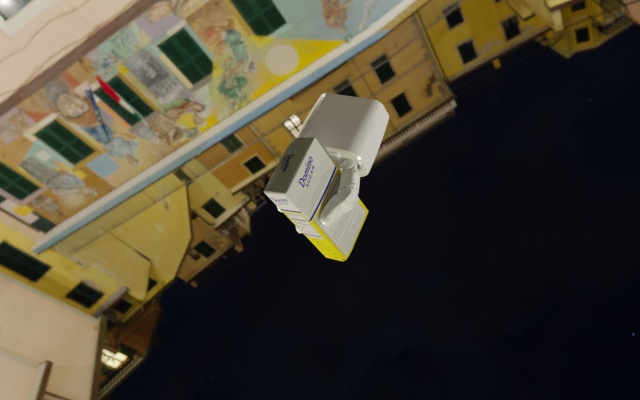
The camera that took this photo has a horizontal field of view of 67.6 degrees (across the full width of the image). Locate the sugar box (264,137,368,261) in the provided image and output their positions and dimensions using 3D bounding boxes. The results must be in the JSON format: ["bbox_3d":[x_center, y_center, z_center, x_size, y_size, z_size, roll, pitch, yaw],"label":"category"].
[{"bbox_3d":[0.000,0.002,0.667,0.048,0.093,0.176,5,-32,39],"label":"sugar box"}]
